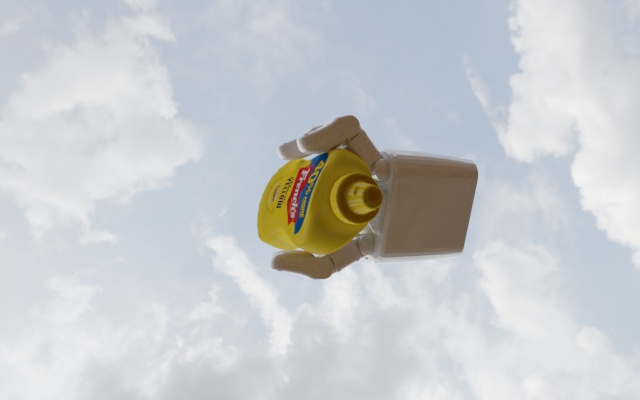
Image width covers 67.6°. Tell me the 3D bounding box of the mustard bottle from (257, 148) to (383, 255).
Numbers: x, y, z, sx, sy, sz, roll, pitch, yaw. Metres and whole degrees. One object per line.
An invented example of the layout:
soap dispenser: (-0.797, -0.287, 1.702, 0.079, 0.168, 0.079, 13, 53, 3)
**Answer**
mustard bottle: (0.000, 0.001, 0.439, 0.058, 0.096, 0.191, 27, -13, -22)
